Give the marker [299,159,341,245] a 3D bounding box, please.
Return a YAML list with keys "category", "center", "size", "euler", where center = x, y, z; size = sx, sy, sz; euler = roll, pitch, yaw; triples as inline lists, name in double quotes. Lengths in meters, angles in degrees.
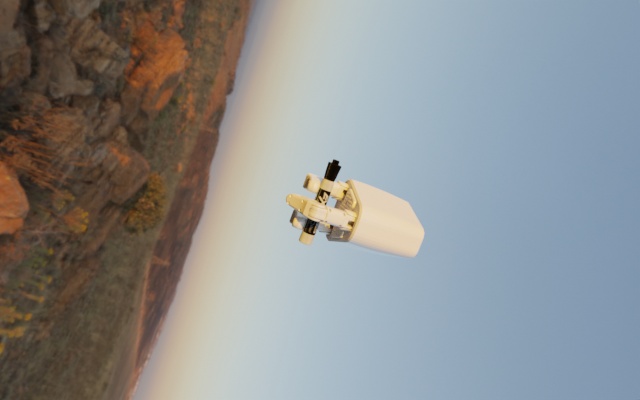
- category: "marker"
  center: [0.000, 0.002, 0.644]
  size: [0.020, 0.121, 0.020]
  euler: [20, 9, -3]
